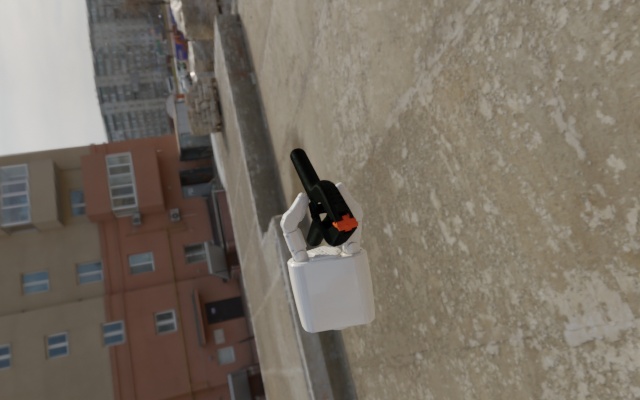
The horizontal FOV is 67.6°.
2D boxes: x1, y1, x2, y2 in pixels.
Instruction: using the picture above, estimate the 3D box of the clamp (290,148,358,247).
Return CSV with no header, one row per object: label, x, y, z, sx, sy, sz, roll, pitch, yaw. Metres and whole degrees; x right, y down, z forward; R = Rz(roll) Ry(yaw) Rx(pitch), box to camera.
clamp,0.000,0.003,0.696,0.036,0.164,0.210,-15,8,-15
